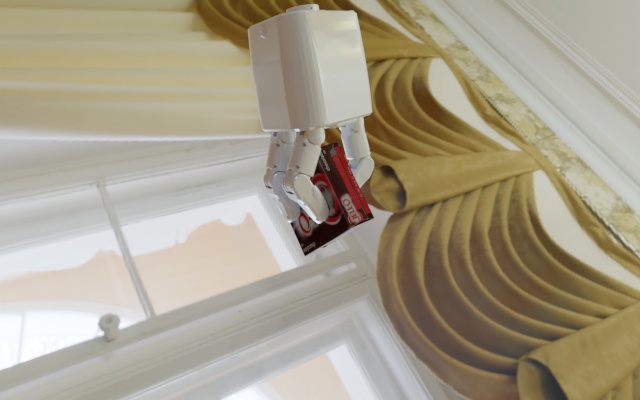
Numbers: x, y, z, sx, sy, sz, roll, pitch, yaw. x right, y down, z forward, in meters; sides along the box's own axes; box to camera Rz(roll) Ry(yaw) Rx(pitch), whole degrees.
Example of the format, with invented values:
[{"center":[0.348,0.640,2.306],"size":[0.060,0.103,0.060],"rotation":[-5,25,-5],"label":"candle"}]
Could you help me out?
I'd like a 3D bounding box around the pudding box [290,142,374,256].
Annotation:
[{"center":[0.000,0.002,0.519],"size":[0.039,0.090,0.113],"rotation":[-19,-11,-30],"label":"pudding box"}]
